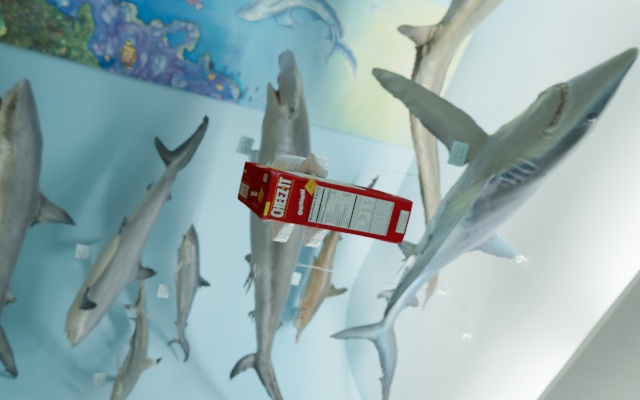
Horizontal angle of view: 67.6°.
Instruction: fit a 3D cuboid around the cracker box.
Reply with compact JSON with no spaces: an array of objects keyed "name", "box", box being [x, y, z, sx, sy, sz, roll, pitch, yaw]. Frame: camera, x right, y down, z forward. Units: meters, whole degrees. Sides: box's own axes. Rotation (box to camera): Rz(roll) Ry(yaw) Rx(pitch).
[{"name":"cracker box","box":[0.000,0.002,0.704,0.214,0.072,0.164,11,4,-21]}]
